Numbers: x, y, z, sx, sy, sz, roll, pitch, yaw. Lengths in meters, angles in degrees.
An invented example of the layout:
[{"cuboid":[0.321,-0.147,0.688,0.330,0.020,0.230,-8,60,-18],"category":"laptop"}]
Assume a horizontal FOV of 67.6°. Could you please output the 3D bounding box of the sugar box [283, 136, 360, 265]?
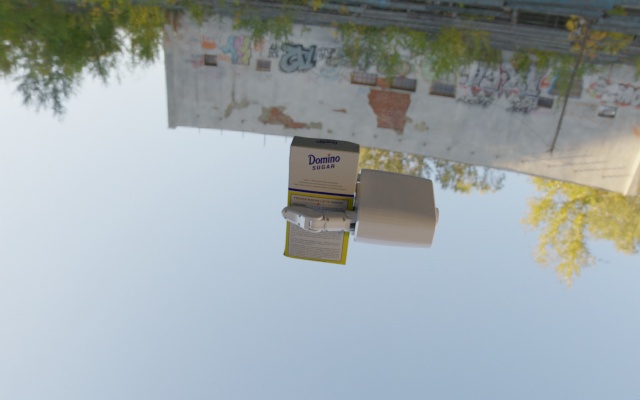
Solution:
[{"cuboid":[0.000,0.002,0.666,0.093,0.176,0.048,7,25,2],"category":"sugar box"}]
